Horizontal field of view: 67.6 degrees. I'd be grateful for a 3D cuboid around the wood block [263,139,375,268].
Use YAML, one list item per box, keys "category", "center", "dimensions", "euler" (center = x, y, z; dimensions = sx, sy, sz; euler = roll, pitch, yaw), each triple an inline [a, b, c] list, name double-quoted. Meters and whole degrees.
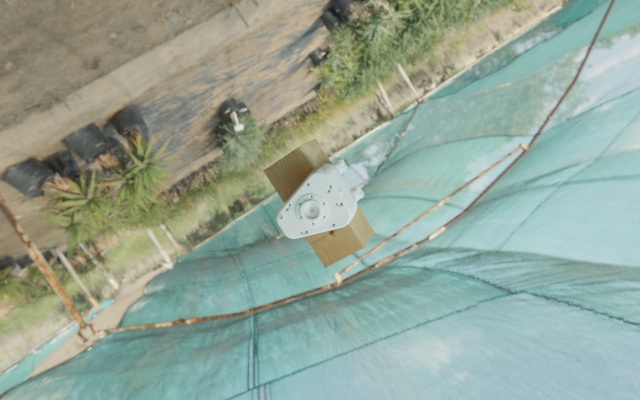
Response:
- category: "wood block"
  center: [0.000, 0.003, 0.867]
  dimensions: [0.091, 0.206, 0.090]
  euler: [-30, 4, 23]
